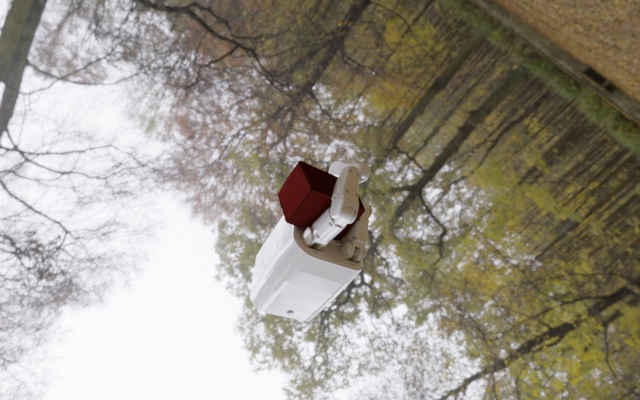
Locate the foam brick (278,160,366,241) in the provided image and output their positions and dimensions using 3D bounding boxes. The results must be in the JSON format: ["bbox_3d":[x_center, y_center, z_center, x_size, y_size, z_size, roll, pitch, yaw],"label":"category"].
[{"bbox_3d":[0.000,0.002,0.530,0.078,0.051,0.053,22,30,-32],"label":"foam brick"}]
